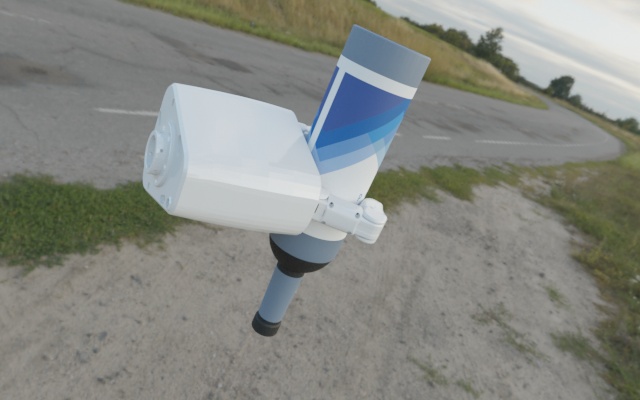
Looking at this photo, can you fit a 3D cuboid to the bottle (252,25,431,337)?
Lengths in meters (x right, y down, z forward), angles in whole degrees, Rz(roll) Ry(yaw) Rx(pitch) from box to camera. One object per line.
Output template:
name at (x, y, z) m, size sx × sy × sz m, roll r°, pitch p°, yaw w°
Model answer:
bottle at (0.000, 0.001, 0.425) m, size 0.069 × 0.296 × 0.069 m, roll 21°, pitch 21°, yaw -8°
